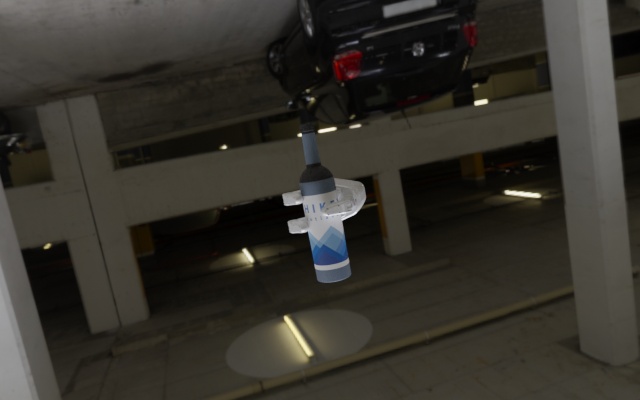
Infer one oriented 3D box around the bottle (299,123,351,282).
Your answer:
[{"bbox_3d":[0.000,0.003,0.898,0.069,0.296,0.069,-10,8,1],"label":"bottle"}]
